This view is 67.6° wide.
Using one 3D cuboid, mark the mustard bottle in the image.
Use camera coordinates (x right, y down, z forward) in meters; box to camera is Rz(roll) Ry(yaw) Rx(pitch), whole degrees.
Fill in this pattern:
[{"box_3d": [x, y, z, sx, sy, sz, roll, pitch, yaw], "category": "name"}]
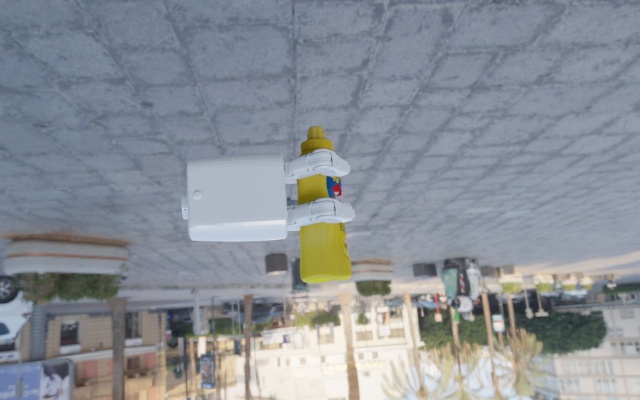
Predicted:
[{"box_3d": [0.000, 0.002, 0.583, 0.058, 0.191, 0.096, -8, -13, 14], "category": "mustard bottle"}]
